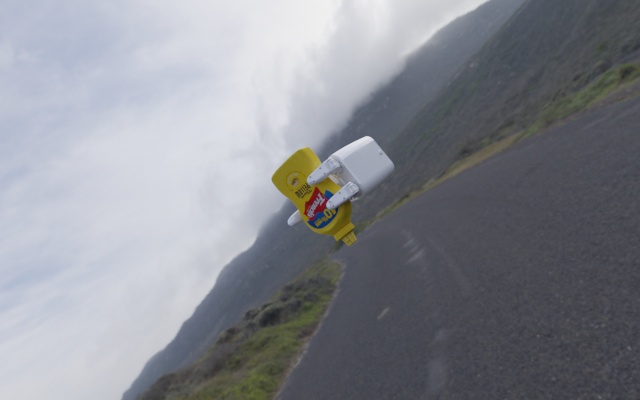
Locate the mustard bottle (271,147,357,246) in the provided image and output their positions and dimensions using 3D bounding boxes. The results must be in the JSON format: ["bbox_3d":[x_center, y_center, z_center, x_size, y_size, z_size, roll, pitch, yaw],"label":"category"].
[{"bbox_3d":[0.000,0.003,0.870,0.096,0.191,0.058,-42,-6,28],"label":"mustard bottle"}]
